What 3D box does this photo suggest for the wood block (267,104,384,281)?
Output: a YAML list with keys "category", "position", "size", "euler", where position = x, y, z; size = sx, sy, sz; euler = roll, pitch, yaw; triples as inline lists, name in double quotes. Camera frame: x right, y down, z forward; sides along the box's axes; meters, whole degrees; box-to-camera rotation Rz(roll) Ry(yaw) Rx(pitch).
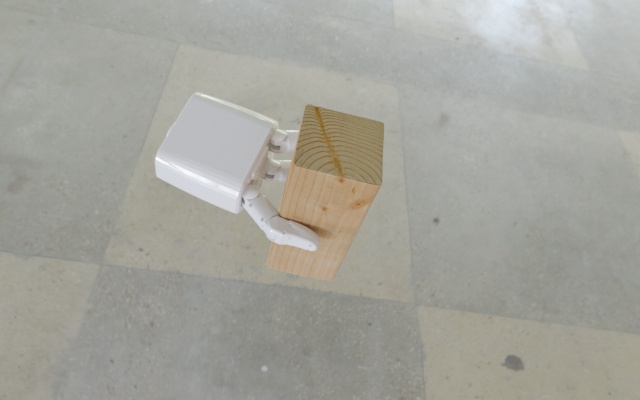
- category: "wood block"
  position: [0.000, 0.002, 0.562]
  size: [0.090, 0.090, 0.206]
  euler: [13, -38, -5]
